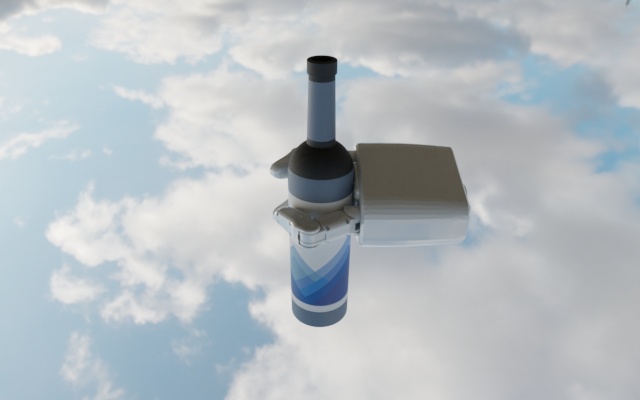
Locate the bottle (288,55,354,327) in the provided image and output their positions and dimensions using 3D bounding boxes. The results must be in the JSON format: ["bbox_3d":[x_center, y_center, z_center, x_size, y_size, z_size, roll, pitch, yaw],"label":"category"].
[{"bbox_3d":[0.000,0.002,0.495,0.069,0.296,0.069,0,31,0],"label":"bottle"}]
